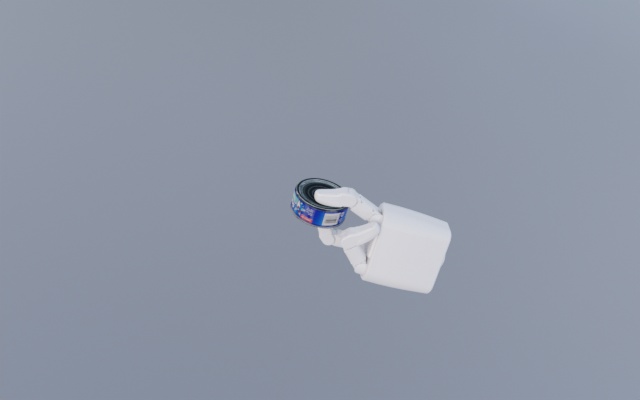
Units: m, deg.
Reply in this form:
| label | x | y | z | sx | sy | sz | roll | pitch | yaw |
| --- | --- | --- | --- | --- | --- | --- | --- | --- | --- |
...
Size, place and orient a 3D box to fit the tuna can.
| label | x | y | z | sx | sy | sz | roll | pitch | yaw |
| --- | --- | --- | --- | --- | --- | --- | --- | --- | --- |
| tuna can | 0.000 | 0.002 | 0.713 | 0.086 | 0.034 | 0.086 | 12 | 33 | -8 |
